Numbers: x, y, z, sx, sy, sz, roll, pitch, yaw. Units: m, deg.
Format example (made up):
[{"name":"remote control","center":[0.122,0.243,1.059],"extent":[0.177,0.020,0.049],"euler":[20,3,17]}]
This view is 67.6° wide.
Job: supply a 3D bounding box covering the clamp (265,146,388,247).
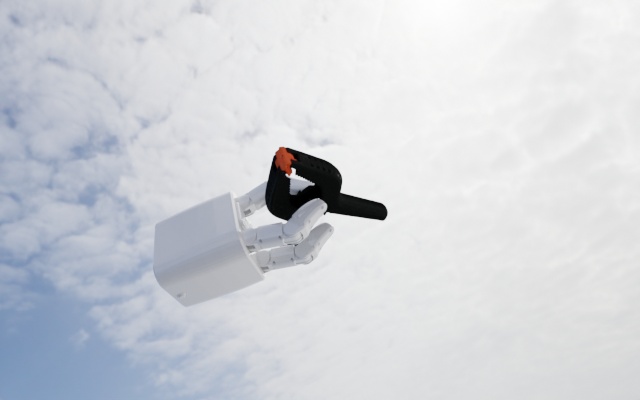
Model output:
[{"name":"clamp","center":[-0.001,0.001,0.586],"extent":[0.164,0.036,0.210],"euler":[-23,-35,-3]}]
